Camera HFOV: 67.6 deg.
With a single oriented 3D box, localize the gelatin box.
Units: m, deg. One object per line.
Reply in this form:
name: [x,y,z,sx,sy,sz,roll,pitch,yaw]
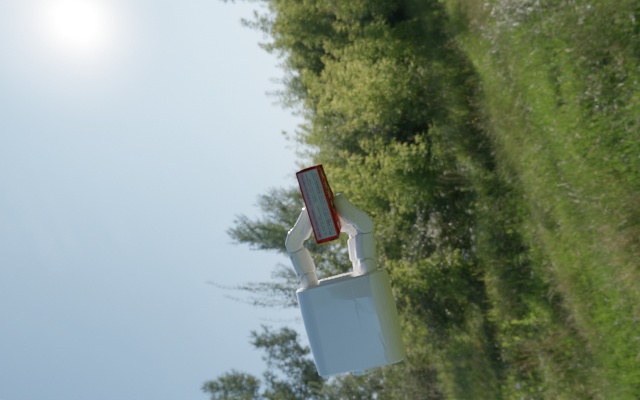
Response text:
gelatin box: [0.000,0.002,0.578,0.030,0.089,0.073,-17,4,7]
